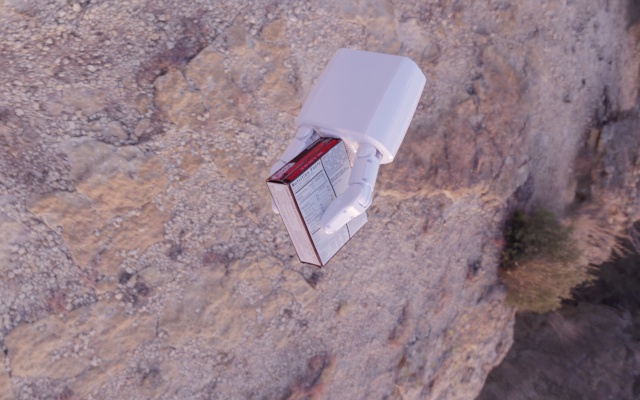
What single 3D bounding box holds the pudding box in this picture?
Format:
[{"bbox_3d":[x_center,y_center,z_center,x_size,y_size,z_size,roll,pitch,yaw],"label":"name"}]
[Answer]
[{"bbox_3d":[0.000,0.002,0.511,0.039,0.113,0.090,10,41,44],"label":"pudding box"}]
